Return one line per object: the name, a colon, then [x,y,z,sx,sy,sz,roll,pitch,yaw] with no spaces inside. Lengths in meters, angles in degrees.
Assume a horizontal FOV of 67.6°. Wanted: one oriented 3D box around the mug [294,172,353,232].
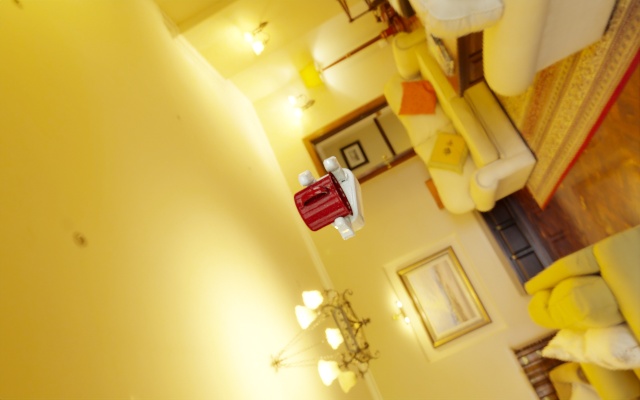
mug: [0.000,0.003,0.869,0.081,0.093,0.117,-28,-19,10]
